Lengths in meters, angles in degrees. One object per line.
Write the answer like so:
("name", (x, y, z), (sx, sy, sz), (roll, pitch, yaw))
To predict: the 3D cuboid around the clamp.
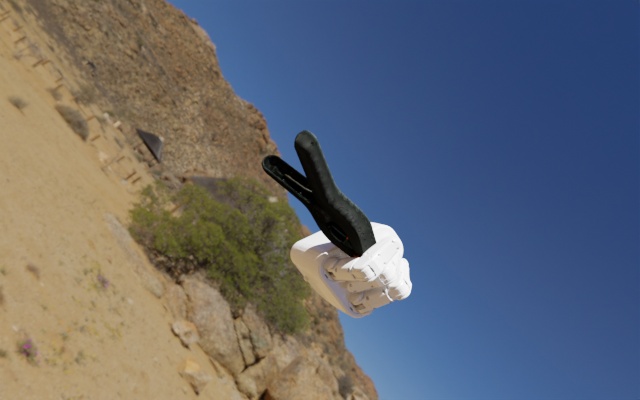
("clamp", (0.001, 0.002, 0.539), (0.039, 0.171, 0.120), (-39, 18, -20))
